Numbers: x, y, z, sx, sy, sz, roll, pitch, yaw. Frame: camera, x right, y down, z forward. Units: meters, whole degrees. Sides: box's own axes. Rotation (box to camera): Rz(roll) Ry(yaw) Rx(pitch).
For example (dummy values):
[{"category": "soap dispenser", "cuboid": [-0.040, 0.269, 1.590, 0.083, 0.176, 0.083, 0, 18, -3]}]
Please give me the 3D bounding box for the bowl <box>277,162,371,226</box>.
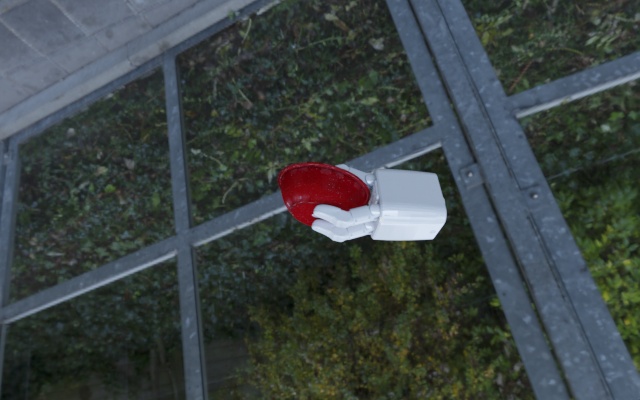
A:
[{"category": "bowl", "cuboid": [-0.001, 0.003, 0.800, 0.162, 0.055, 0.162, 11, -28, 6]}]
